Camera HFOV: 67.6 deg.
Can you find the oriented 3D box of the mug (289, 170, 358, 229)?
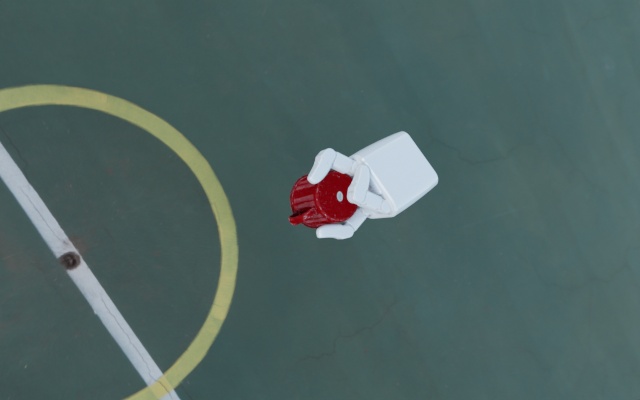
[{"bbox_3d":[-0.001,0.003,0.760,0.117,0.093,0.081,-33,10,-27],"label":"mug"}]
